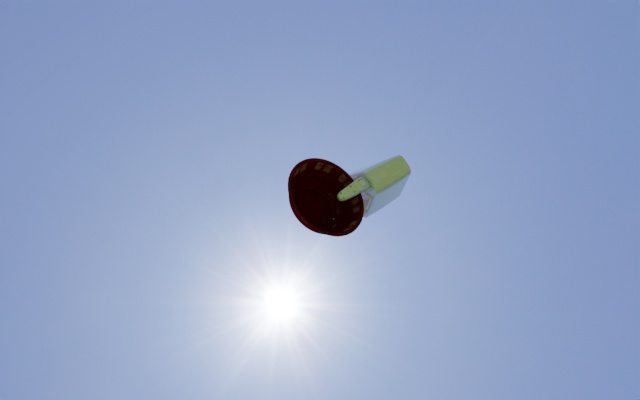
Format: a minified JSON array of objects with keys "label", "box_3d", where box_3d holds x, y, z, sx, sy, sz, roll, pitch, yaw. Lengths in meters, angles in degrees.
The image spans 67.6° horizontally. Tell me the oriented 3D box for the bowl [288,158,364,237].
[{"label":"bowl","box_3d":[-0.001,0.003,0.893,0.162,0.162,0.055,0,-27,-34]}]
